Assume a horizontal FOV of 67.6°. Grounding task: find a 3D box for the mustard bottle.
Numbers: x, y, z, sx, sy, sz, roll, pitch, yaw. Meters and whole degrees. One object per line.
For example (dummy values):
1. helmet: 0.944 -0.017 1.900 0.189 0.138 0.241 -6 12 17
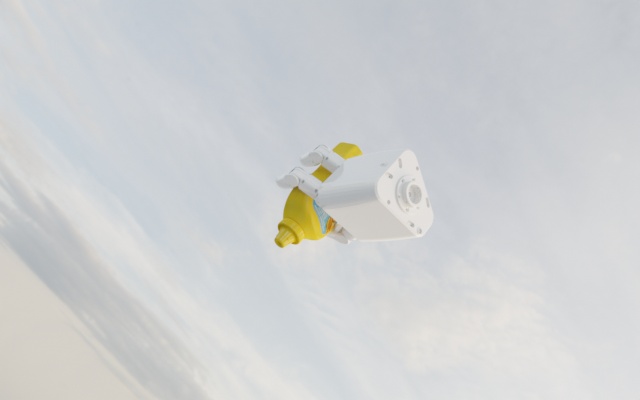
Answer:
1. mustard bottle: 0.000 0.002 0.707 0.058 0.096 0.191 17 49 36
